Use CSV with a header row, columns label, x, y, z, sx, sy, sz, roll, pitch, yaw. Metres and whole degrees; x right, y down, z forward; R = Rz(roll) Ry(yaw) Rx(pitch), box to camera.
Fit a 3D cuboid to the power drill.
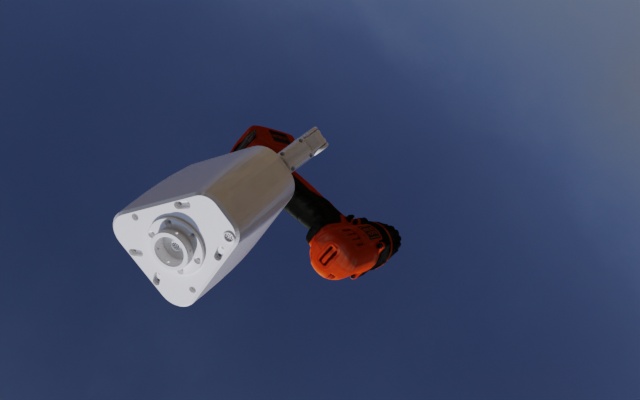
label,x,y,z,sx,sy,sz,roll,pitch,yaw
power drill,0.000,0.001,0.516,0.187,0.057,0.184,43,15,18
